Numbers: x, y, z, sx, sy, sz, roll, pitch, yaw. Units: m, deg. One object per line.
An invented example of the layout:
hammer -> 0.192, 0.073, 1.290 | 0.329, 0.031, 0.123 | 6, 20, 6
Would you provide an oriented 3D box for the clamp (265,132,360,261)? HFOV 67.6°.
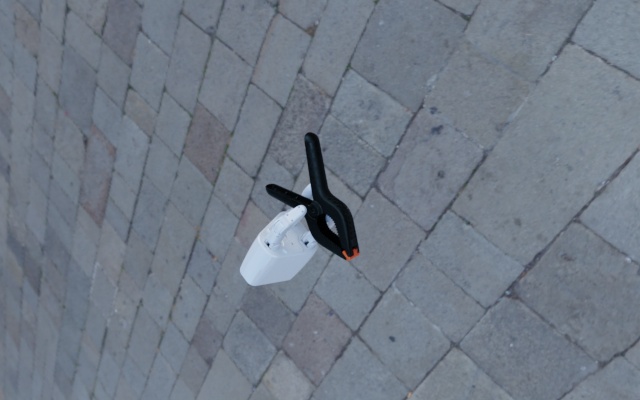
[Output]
clamp -> 0.000, 0.003, 0.789 | 0.036, 0.210, 0.165 | -23, -23, -43
